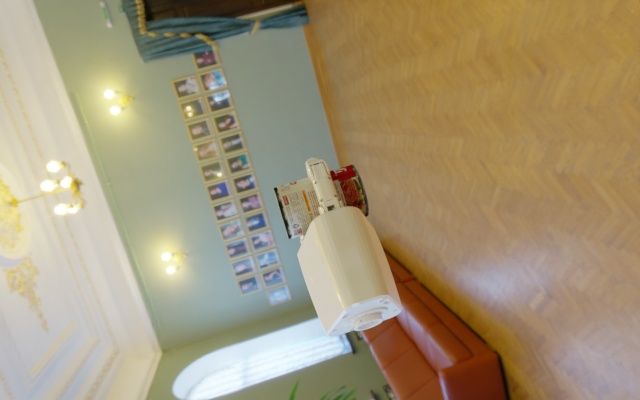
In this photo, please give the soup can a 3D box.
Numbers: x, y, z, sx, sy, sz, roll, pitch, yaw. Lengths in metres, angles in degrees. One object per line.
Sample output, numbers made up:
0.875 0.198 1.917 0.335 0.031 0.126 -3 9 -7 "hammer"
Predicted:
0.000 0.002 0.586 0.102 0.068 0.068 -17 2 -6 "soup can"
